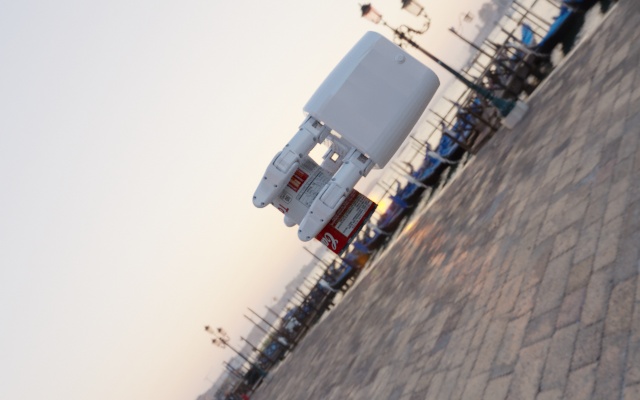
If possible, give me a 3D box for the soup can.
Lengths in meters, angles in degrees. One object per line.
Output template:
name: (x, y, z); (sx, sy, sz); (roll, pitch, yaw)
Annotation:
soup can: (0.000, 0.002, 0.497); (0.102, 0.068, 0.068); (37, 3, 4)
